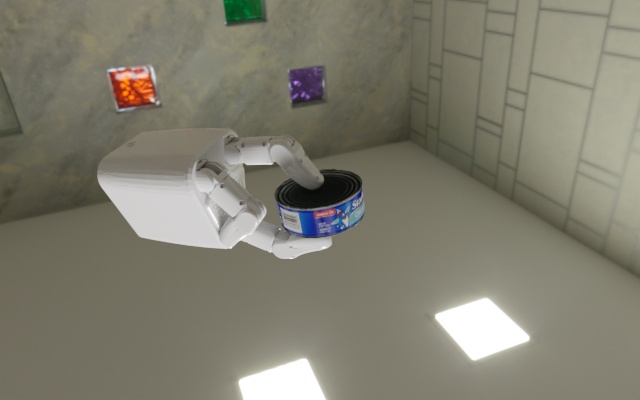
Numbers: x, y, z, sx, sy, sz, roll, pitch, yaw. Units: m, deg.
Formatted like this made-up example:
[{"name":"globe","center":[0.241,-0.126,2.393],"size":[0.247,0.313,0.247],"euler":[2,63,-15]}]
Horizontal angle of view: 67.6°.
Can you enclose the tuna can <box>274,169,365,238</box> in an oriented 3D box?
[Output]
[{"name":"tuna can","center":[0.000,0.002,0.467],"size":[0.086,0.034,0.086],"euler":[-8,26,4]}]
